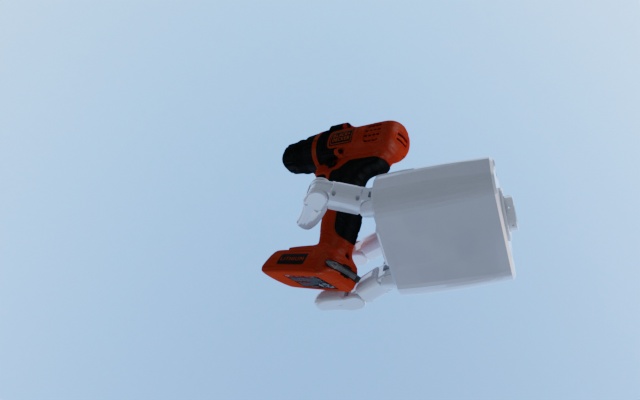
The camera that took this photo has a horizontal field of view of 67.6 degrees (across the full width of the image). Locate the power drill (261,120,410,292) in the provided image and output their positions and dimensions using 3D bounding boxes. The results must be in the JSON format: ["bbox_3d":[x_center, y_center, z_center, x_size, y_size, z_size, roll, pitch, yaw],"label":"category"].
[{"bbox_3d":[0.000,0.002,0.530,0.057,0.187,0.184,32,-25,-36],"label":"power drill"}]
